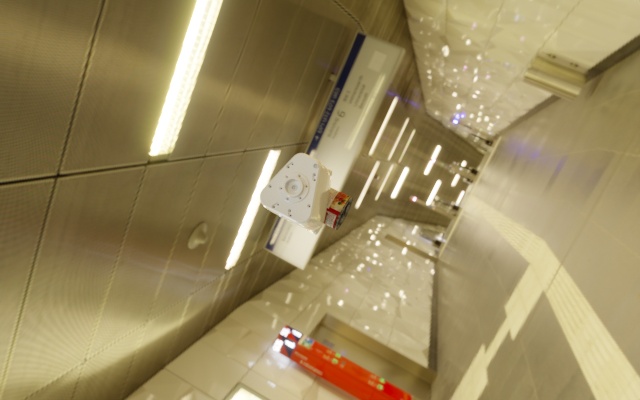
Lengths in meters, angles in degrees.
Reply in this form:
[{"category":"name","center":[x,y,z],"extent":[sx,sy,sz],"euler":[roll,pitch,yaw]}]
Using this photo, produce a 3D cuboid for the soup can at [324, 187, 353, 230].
[{"category":"soup can","center":[0.000,0.003,0.893],"extent":[0.102,0.068,0.068],"euler":[26,5,11]}]
